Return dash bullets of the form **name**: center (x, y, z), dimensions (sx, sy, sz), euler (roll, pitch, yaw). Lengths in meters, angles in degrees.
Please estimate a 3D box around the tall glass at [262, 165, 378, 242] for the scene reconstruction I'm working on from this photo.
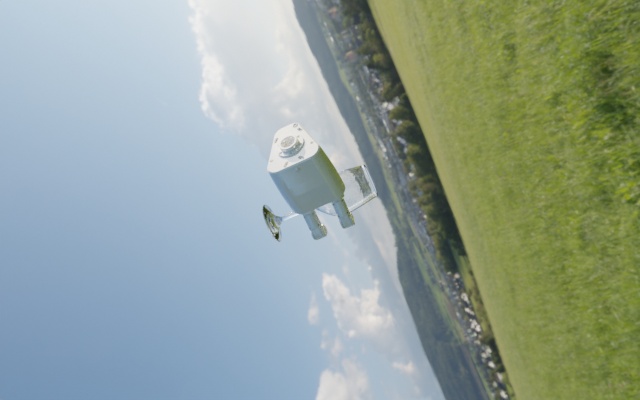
- **tall glass**: center (0.000, 0.003, 0.864), dimensions (0.201, 0.079, 0.079), euler (-23, -4, 9)
